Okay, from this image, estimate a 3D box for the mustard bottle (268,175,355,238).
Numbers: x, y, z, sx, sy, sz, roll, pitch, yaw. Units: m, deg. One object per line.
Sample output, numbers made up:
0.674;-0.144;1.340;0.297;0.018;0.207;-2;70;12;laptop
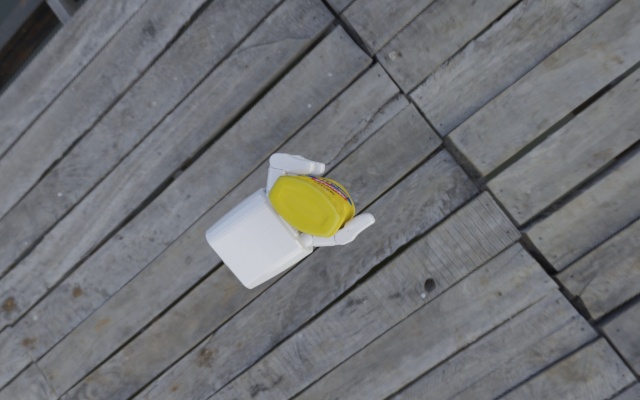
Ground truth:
0.000;0.002;0.664;0.096;0.058;0.191;32;10;9;mustard bottle
